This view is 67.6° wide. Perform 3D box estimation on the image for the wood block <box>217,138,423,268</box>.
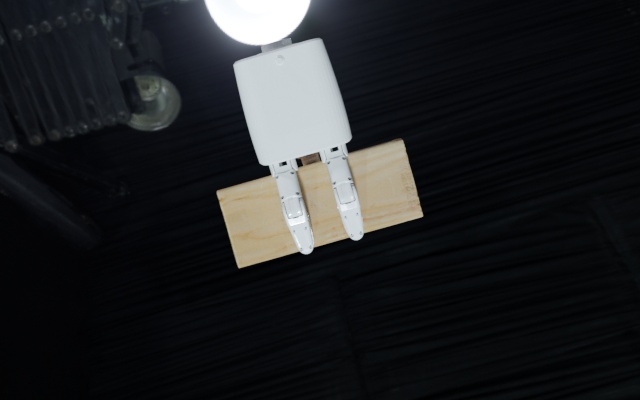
[{"bbox_3d":[0.000,0.001,0.552,0.206,0.090,0.091,-16,3,2],"label":"wood block"}]
